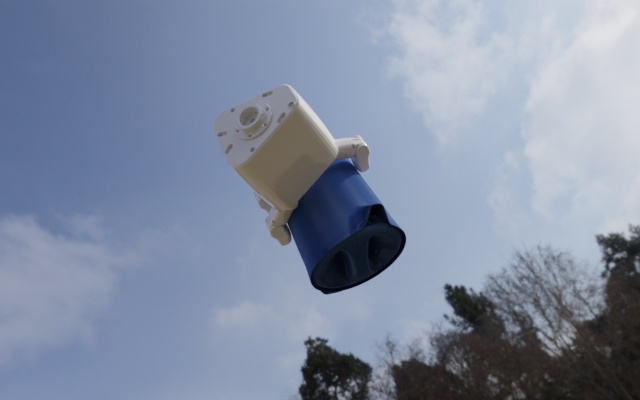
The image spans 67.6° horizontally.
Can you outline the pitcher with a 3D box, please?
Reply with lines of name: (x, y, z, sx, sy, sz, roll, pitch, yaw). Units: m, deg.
pitcher: (0.000, 0.002, 0.669, 0.149, 0.242, 0.145, -35, -36, 9)
